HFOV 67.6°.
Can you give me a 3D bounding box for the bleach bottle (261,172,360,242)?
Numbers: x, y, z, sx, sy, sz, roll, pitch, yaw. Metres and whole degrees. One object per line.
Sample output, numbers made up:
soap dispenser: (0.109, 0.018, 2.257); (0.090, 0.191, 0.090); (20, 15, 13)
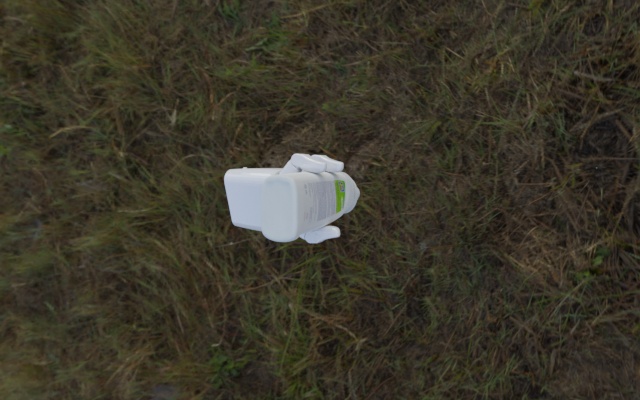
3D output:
bleach bottle: (0.000, 0.003, 0.801); (0.068, 0.102, 0.251); (4, 5, 30)
